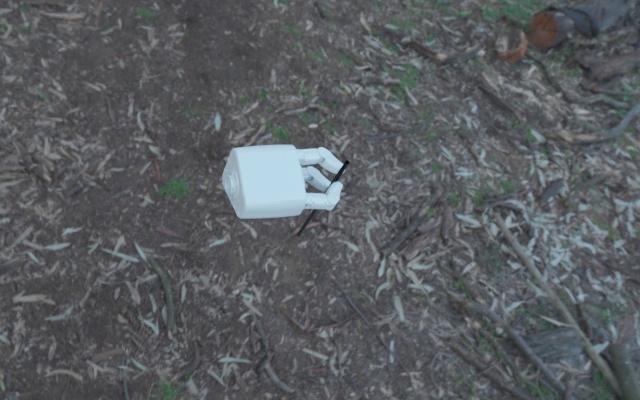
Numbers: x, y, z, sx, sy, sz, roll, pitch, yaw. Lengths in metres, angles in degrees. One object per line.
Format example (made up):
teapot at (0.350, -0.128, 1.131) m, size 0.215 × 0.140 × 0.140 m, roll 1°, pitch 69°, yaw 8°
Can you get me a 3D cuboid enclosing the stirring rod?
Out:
stirring rod at (0.000, 0.003, 0.887) m, size 0.011 × 0.011 × 0.240 m, roll 0°, pitch -34°, yaw -27°
